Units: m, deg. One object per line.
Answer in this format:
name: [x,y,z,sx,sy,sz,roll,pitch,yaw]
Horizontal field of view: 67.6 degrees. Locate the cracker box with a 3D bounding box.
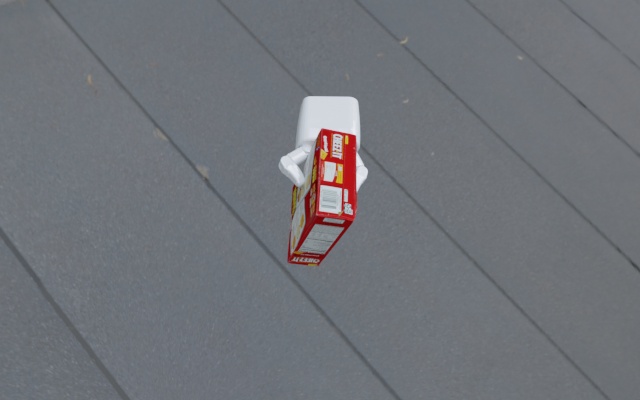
cracker box: [0.000,0.003,0.841,0.072,0.164,0.214,9,-29,-12]
